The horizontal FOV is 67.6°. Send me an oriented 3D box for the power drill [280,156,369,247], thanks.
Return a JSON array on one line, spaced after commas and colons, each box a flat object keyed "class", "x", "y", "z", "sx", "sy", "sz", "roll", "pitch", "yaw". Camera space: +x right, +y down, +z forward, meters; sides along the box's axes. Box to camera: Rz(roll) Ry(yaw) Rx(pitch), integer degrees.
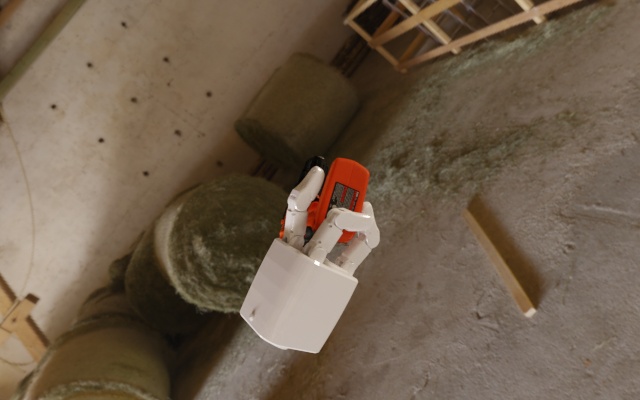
[{"class": "power drill", "x": 0.000, "y": 0.002, "z": 0.675, "sx": 0.057, "sy": 0.184, "sz": 0.188, "roll": 20, "pitch": -18, "yaw": -16}]
